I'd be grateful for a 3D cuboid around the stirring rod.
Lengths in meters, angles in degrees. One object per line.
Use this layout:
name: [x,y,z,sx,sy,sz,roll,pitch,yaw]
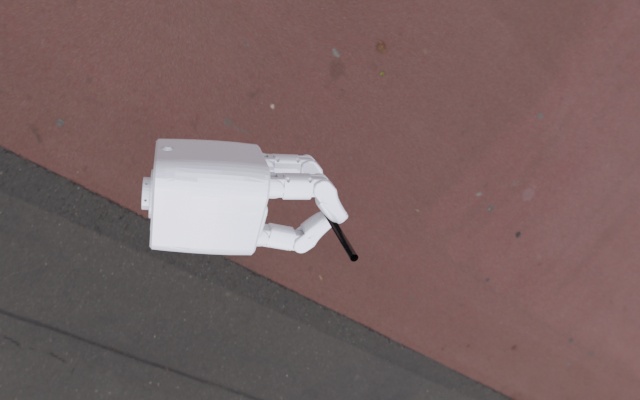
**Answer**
stirring rod: [0.000,0.002,0.549,0.011,0.011,0.239,0,26,-17]
